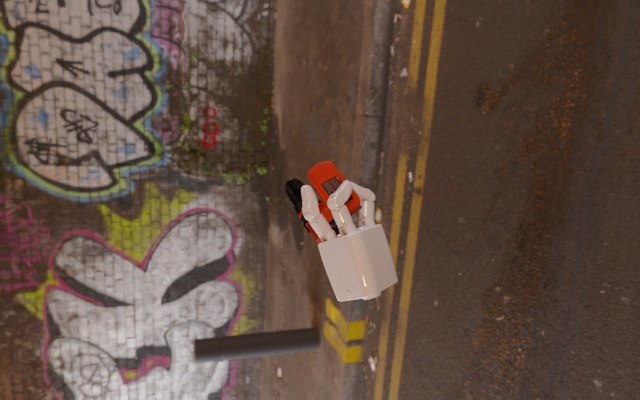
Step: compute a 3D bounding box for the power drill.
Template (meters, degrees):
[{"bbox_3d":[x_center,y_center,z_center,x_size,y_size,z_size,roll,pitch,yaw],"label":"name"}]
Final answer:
[{"bbox_3d":[0.000,0.003,0.895,0.057,0.184,0.188,-32,-15,-21],"label":"power drill"}]
